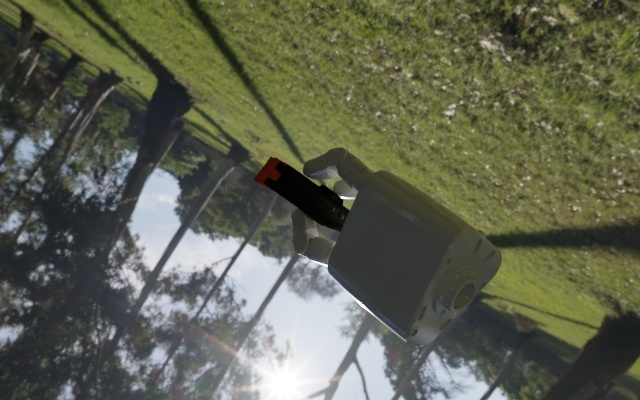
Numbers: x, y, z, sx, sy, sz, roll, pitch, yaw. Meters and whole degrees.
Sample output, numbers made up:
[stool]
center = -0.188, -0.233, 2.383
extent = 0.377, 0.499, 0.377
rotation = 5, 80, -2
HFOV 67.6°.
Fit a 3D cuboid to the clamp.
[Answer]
[clamp]
center = -0.001, 0.002, 0.516
extent = 0.210, 0.036, 0.164
rotation = 33, 5, -45
